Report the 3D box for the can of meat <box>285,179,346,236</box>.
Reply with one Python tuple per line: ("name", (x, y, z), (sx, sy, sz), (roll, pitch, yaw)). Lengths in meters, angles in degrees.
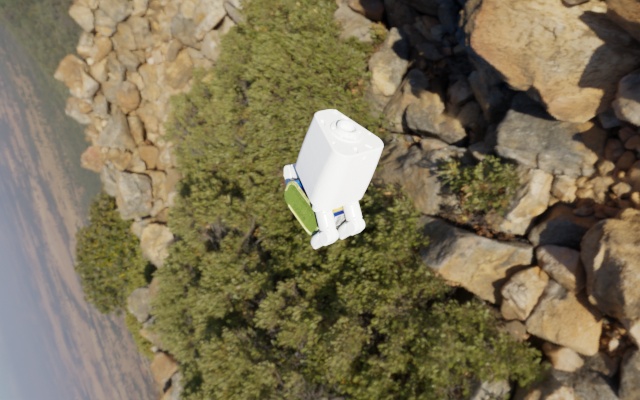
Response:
("can of meat", (0.000, 0.003, 0.795), (0.084, 0.102, 0.057), (-18, -31, -36))
